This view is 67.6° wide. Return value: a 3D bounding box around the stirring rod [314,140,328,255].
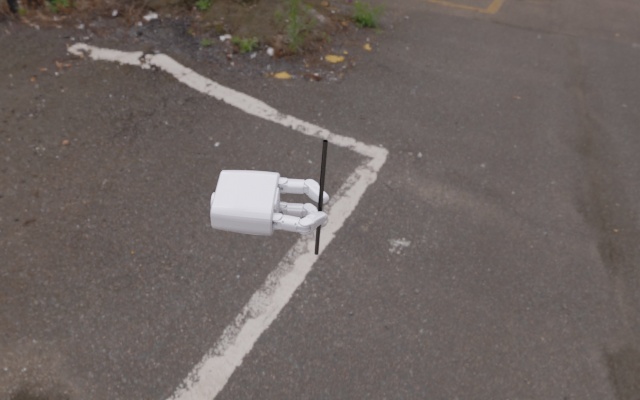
[{"bbox_3d":[0.000,0.003,0.827,0.011,0.240,0.011,3,36,-2],"label":"stirring rod"}]
